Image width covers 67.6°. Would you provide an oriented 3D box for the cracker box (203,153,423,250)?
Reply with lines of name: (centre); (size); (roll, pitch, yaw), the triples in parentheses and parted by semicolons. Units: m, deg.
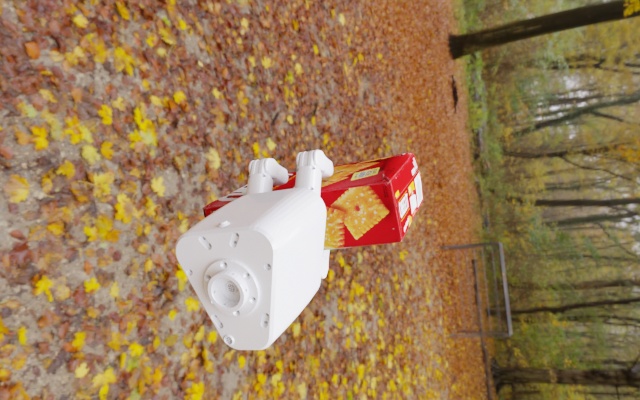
cracker box: (0.000, 0.002, 0.557); (0.214, 0.072, 0.164); (-7, 13, 22)
